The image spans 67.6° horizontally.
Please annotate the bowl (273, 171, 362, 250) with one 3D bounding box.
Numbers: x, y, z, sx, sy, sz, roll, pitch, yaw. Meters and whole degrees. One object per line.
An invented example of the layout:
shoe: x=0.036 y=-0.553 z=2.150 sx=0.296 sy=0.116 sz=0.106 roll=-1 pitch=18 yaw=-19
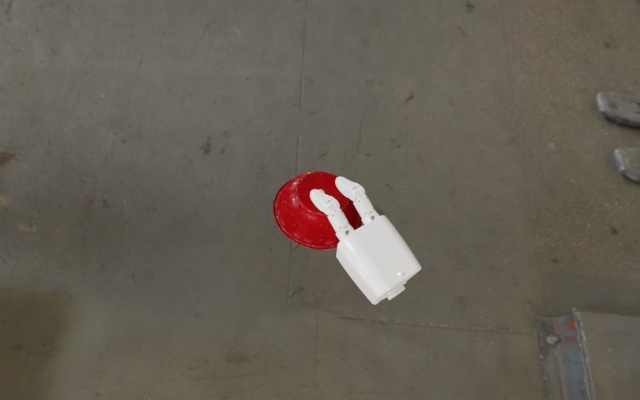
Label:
bowl: x=-0.001 y=0.002 z=0.826 sx=0.162 sy=0.162 sz=0.055 roll=0 pitch=-36 yaw=-11
